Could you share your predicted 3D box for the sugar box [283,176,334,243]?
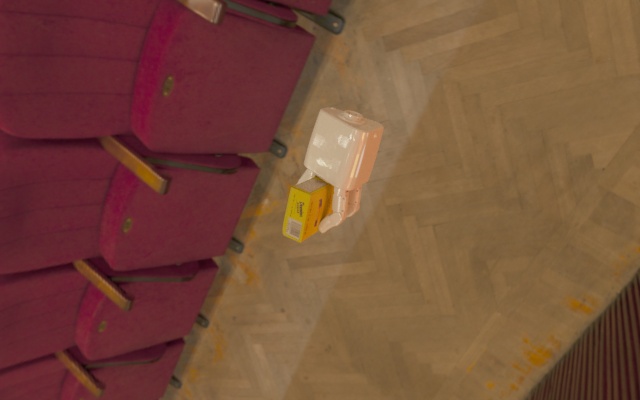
[{"bbox_3d":[0.001,0.003,0.866,0.048,0.093,0.176,24,26,23],"label":"sugar box"}]
